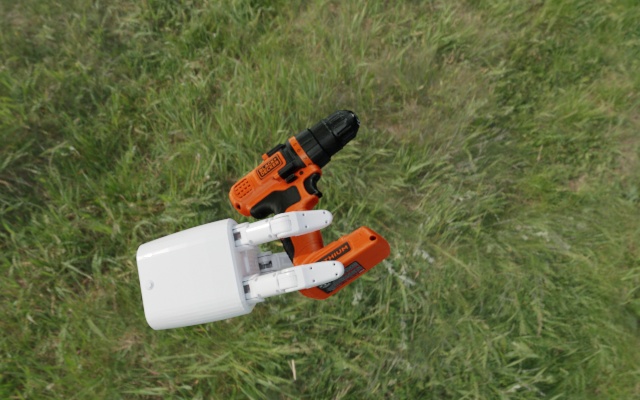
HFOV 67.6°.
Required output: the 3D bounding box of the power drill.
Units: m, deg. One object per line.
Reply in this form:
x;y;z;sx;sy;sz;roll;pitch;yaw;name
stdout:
0.000;0.002;0.546;0.184;0.187;0.057;-37;-34;8;power drill
